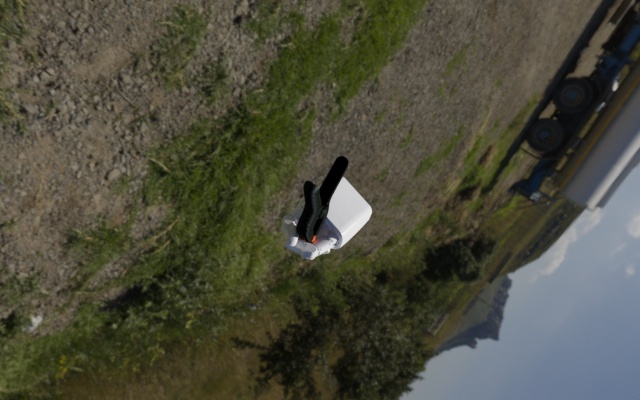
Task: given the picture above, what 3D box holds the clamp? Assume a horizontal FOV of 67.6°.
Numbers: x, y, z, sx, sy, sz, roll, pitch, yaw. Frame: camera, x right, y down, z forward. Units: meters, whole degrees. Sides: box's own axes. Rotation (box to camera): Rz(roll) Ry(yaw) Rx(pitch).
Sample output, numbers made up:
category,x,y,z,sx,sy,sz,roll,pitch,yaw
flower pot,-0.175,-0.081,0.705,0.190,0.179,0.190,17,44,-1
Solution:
category,x,y,z,sx,sy,sz,roll,pitch,yaw
clamp,0.001,0.003,0.827,0.039,0.172,0.120,38,50,19
